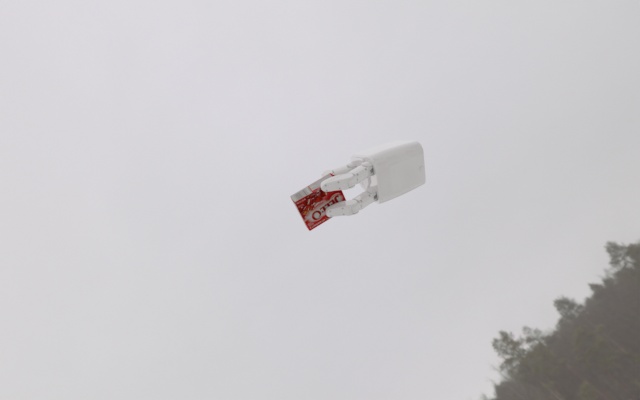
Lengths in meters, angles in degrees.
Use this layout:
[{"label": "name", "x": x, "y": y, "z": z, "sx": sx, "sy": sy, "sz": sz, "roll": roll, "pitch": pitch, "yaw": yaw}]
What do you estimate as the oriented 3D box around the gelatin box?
[{"label": "gelatin box", "x": 0.000, "y": 0.003, "z": 0.872, "sx": 0.089, "sy": 0.073, "sz": 0.030, "roll": -30, "pitch": 36, "yaw": -6}]
